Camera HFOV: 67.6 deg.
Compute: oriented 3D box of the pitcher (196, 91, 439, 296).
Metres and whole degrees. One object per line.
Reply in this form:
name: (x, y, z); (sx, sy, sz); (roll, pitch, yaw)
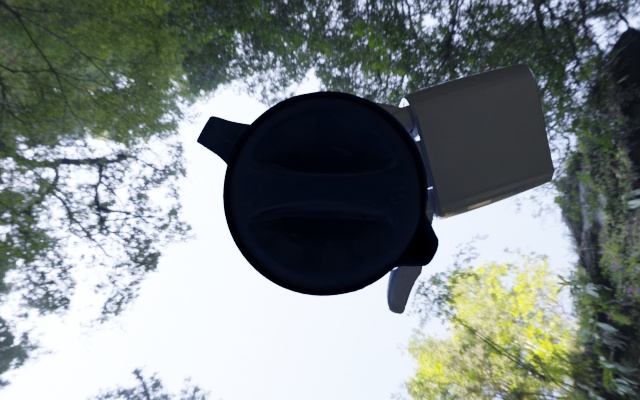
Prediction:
pitcher: (0.000, 0.001, 0.419); (0.145, 0.149, 0.243); (-17, -7, 1)
